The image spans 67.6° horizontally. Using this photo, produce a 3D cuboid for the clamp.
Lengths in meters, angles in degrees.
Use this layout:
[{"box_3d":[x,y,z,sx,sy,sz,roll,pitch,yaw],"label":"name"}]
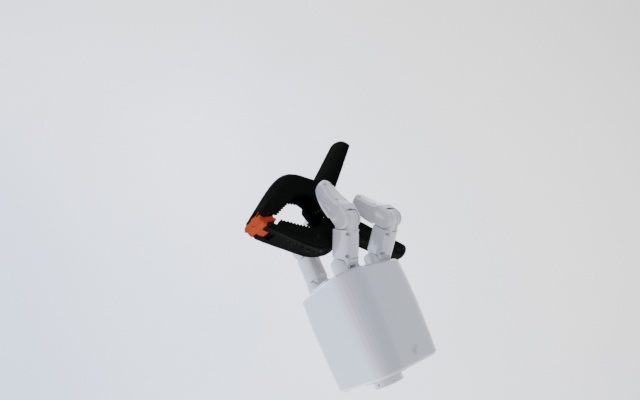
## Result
[{"box_3d":[-0.001,0.002,0.529,0.210,0.164,0.036,-3,-28,-47],"label":"clamp"}]
